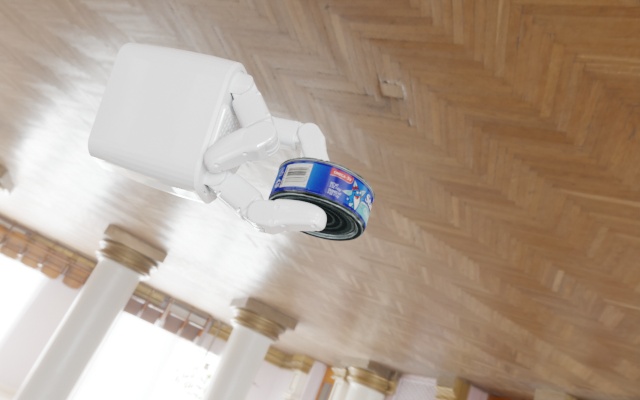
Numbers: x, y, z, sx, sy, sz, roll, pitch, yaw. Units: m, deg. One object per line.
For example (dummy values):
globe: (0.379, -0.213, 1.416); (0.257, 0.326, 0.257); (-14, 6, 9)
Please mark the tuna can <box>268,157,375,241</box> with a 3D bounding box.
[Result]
tuna can: (0.000, 0.002, 0.401); (0.086, 0.033, 0.086); (15, -25, 7)
